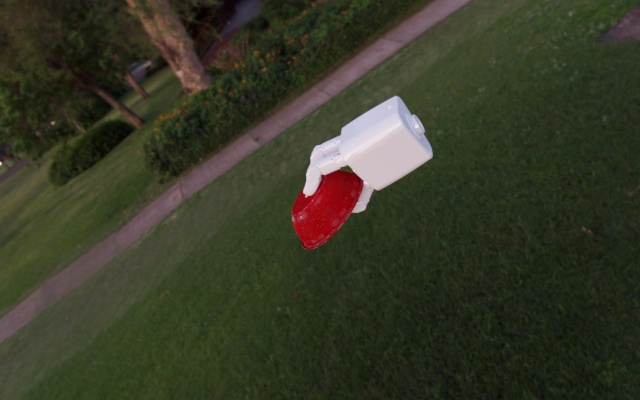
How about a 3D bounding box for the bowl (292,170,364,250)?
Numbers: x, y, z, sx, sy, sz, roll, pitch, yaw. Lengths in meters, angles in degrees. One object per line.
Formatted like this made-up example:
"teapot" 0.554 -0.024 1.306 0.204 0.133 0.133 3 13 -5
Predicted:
"bowl" -0.001 0.003 0.815 0.055 0.162 0.162 37 -13 -17
